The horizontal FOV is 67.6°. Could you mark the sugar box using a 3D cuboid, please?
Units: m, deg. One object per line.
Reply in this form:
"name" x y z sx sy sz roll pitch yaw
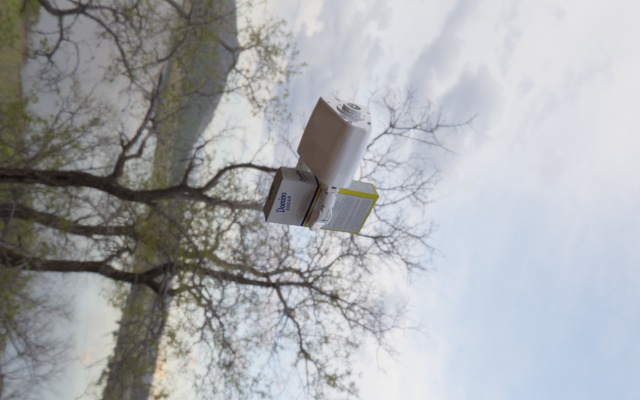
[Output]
"sugar box" 0.000 0.002 0.811 0.176 0.093 0.048 11 34 -21
